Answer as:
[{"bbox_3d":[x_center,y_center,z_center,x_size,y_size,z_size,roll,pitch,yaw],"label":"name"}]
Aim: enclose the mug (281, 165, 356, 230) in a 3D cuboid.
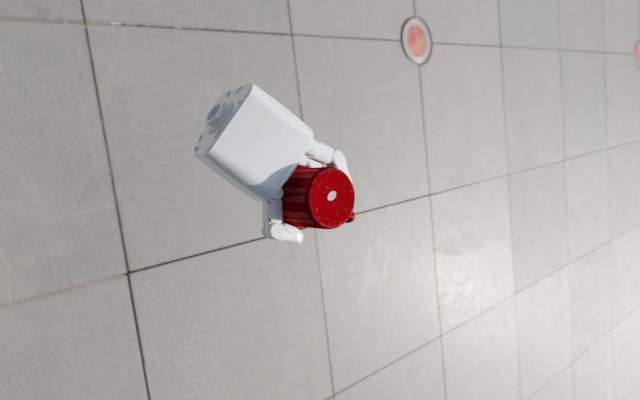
[{"bbox_3d":[0.001,0.003,0.649,0.117,0.093,0.081,35,-19,-33],"label":"mug"}]
